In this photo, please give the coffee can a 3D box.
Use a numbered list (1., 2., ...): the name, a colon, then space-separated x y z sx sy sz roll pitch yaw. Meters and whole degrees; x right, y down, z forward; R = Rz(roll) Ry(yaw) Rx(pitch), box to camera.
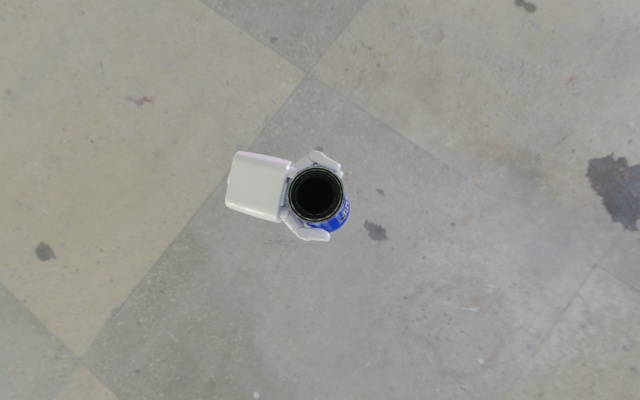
1. coffee can: 0.000 0.003 0.889 0.103 0.102 0.140 0 -11 7
